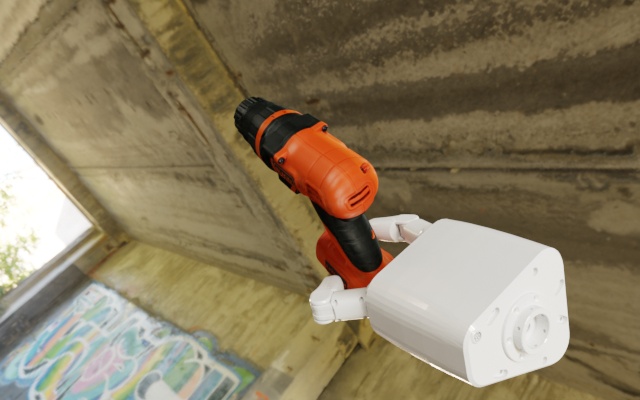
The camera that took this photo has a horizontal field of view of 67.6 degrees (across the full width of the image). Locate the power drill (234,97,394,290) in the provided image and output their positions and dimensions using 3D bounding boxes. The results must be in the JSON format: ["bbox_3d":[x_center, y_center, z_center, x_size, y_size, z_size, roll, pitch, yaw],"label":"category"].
[{"bbox_3d":[0.000,0.002,0.436,0.057,0.188,0.184,-38,43,-9],"label":"power drill"}]
